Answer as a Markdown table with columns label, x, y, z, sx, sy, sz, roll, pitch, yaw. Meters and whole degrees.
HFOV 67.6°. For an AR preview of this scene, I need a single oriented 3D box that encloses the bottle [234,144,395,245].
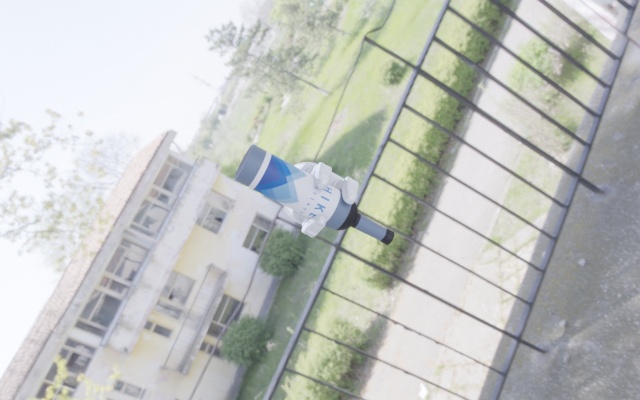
| label | x | y | z | sx | sy | sz | roll | pitch | yaw |
| --- | --- | --- | --- | --- | --- | --- | --- | --- | --- |
| bottle | 0.000 | 0.003 | 0.816 | 0.296 | 0.069 | 0.069 | 28 | -8 | -16 |
